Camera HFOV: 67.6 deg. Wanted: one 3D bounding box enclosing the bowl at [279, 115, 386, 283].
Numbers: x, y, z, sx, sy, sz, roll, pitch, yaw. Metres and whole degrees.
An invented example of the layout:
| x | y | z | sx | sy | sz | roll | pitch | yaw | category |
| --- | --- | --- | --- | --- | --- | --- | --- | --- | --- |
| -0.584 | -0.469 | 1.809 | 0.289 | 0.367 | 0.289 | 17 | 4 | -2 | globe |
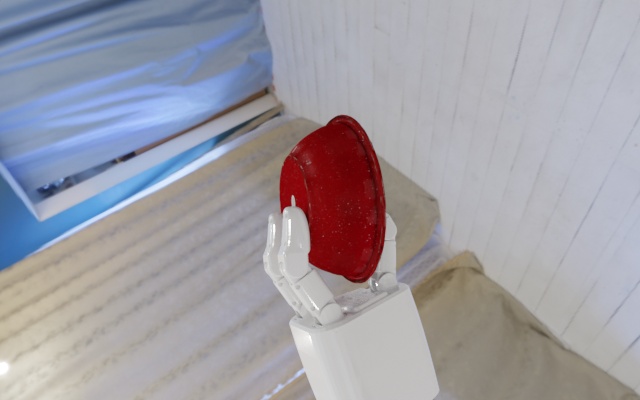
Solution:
| x | y | z | sx | sy | sz | roll | pitch | yaw | category |
| --- | --- | --- | --- | --- | --- | --- | --- | --- | --- |
| -0.001 | 0.000 | 0.450 | 0.055 | 0.162 | 0.162 | -6 | 2 | -20 | bowl |
